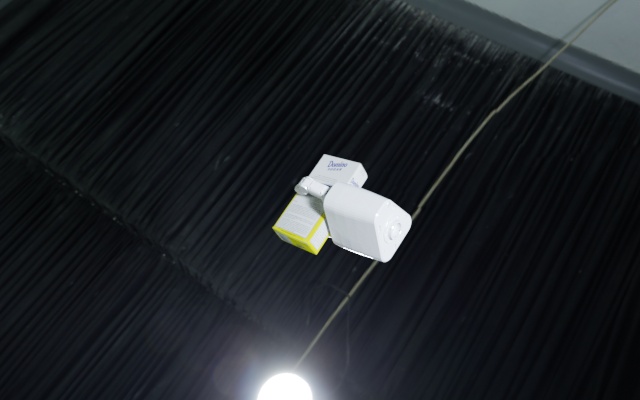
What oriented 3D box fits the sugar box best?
[{"bbox_3d":[0.000,0.003,0.854,0.093,0.176,0.048,19,-26,40],"label":"sugar box"}]
